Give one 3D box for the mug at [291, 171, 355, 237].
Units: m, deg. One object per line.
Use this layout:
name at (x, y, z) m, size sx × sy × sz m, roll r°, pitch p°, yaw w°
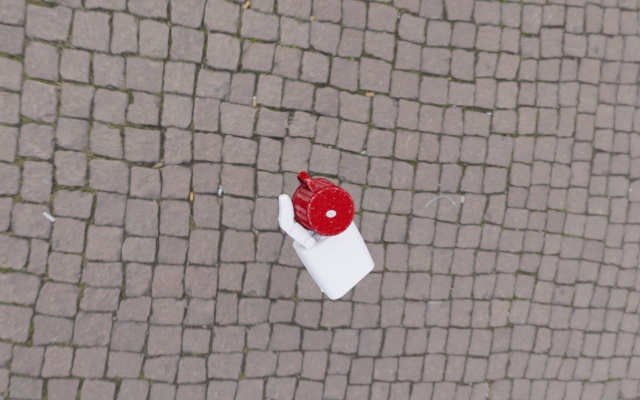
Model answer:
mug at (0.000, 0.001, 0.776) m, size 0.093 × 0.117 × 0.081 m, roll -33°, pitch 16°, yaw -10°
